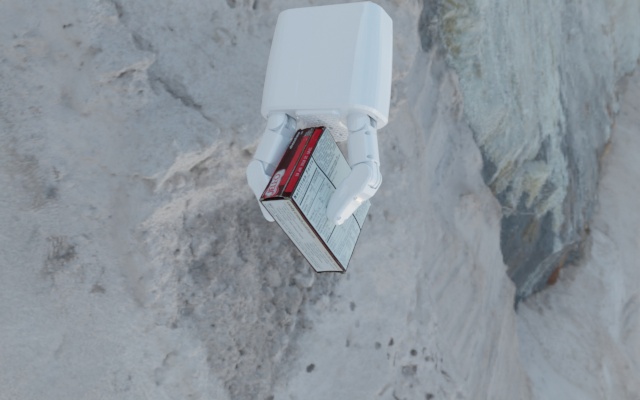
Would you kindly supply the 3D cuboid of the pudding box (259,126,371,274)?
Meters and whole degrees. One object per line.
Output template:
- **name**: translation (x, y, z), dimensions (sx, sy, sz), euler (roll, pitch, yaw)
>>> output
- **pudding box**: translation (0.000, 0.001, 0.447), dimensions (0.039, 0.090, 0.113), euler (-4, -43, 36)
